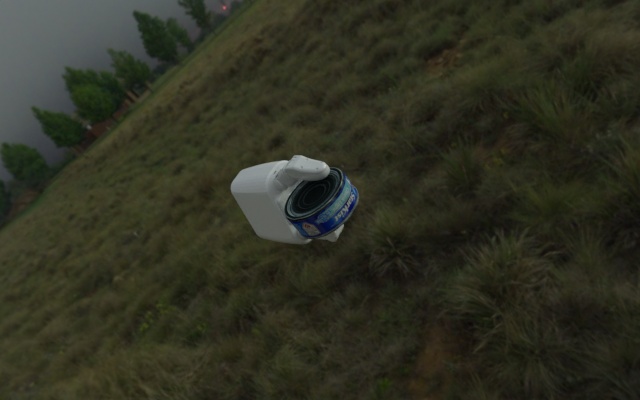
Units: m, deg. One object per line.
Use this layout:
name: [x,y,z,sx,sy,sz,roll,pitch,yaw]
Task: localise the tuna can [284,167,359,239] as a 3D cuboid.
tuna can: [0.000,0.001,0.557,0.086,0.086,0.034,0,-42,49]
